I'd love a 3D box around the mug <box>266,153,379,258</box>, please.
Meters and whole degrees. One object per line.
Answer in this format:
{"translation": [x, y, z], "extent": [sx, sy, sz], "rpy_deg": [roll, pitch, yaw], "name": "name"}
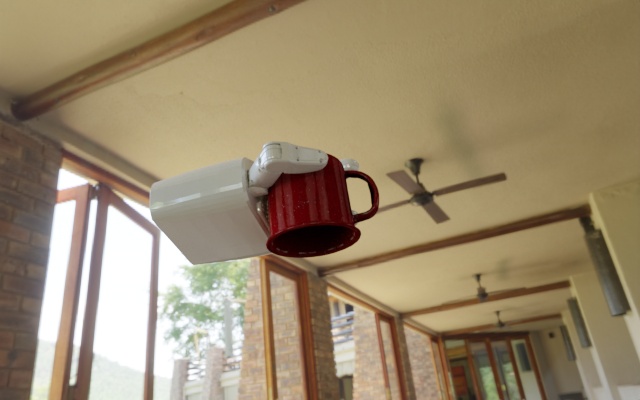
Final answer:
{"translation": [0.001, 0.001, 0.477], "extent": [0.117, 0.081, 0.093], "rpy_deg": [-13, -25, 10], "name": "mug"}
